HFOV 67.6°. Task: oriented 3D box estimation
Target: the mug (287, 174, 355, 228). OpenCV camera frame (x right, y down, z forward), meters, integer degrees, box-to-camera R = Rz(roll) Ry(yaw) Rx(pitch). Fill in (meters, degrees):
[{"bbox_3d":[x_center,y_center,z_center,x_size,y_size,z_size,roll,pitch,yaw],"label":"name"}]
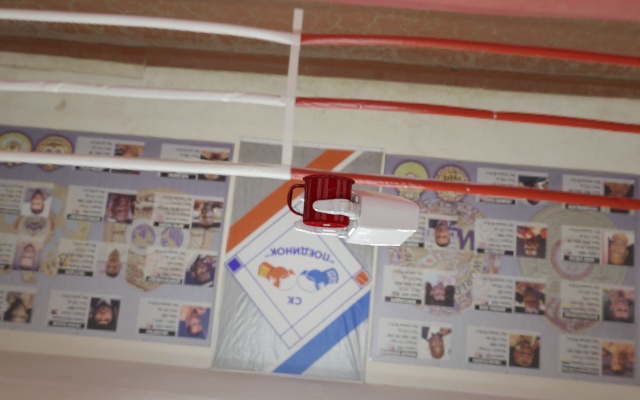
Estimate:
[{"bbox_3d":[-0.001,0.003,0.827,0.117,0.081,0.093,6,-8,-10],"label":"mug"}]
